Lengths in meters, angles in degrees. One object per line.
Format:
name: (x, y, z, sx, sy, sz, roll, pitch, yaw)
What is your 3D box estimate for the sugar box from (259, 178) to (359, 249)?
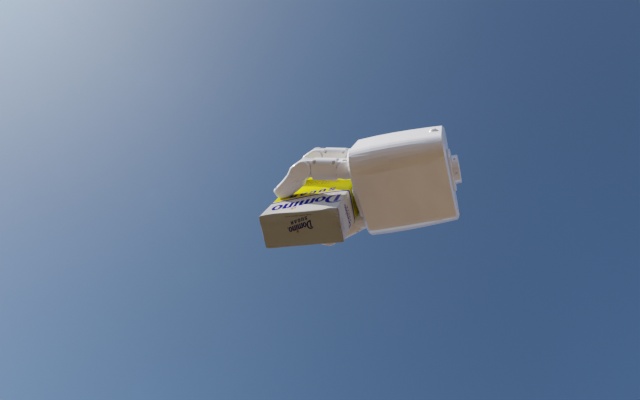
sugar box: (0.000, 0.001, 0.589, 0.093, 0.048, 0.176, -6, 15, 17)
